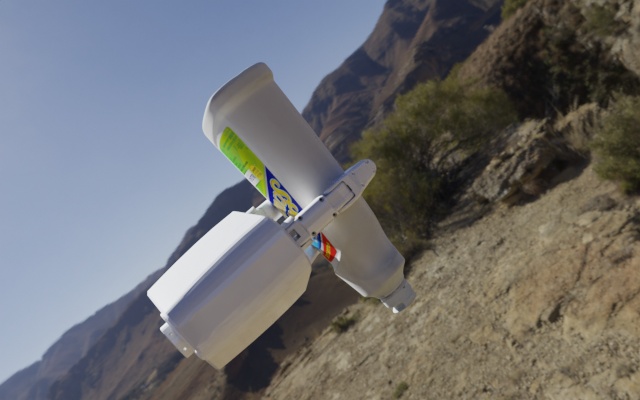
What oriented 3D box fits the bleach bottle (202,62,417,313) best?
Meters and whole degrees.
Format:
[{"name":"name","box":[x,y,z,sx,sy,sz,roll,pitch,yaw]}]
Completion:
[{"name":"bleach bottle","box":[0.000,0.001,0.438,0.068,0.251,0.102,-43,3,-21]}]
